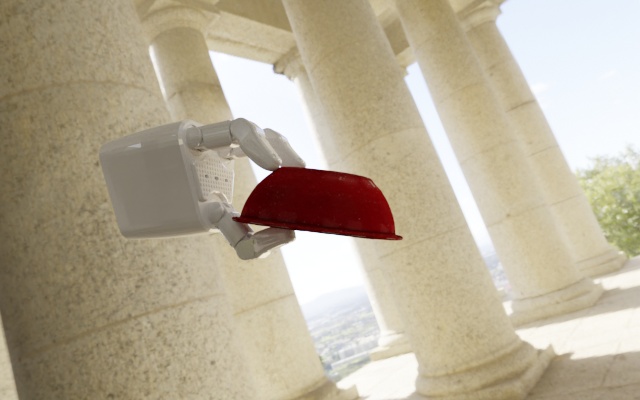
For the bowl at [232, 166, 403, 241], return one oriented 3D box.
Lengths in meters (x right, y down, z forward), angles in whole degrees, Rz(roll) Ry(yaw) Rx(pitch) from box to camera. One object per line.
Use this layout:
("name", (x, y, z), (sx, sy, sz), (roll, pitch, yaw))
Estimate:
("bowl", (0.001, 0.001, 0.454), (0.162, 0.055, 0.162), (7, -1, 0))
